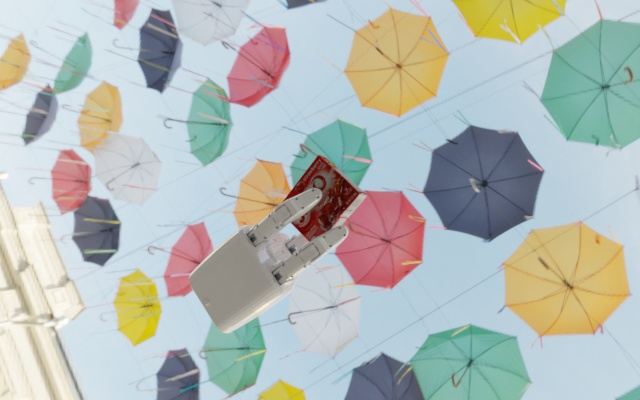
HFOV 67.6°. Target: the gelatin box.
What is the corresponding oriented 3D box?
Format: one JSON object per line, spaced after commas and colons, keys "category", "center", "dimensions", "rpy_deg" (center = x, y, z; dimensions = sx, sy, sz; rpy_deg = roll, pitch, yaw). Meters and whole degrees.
{"category": "gelatin box", "center": [0.001, 0.002, 0.584], "dimensions": [0.073, 0.089, 0.030], "rpy_deg": [44, 14, 21]}
